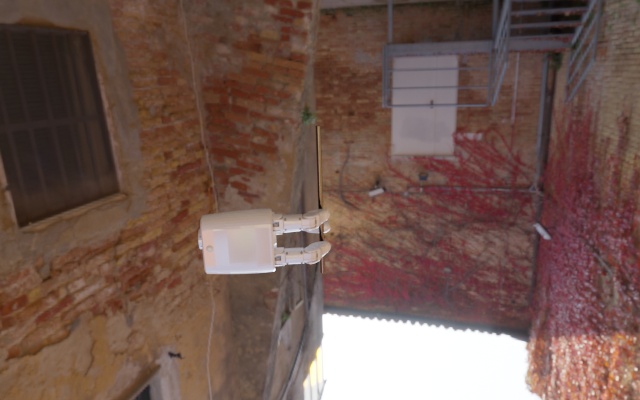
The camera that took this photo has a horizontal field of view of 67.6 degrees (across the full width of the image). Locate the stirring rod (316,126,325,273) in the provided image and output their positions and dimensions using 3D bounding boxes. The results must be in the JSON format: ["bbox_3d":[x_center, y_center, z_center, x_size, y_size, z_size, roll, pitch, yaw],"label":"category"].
[{"bbox_3d":[0.000,0.002,0.759,0.011,0.239,0.011,-2,15,0],"label":"stirring rod"}]
